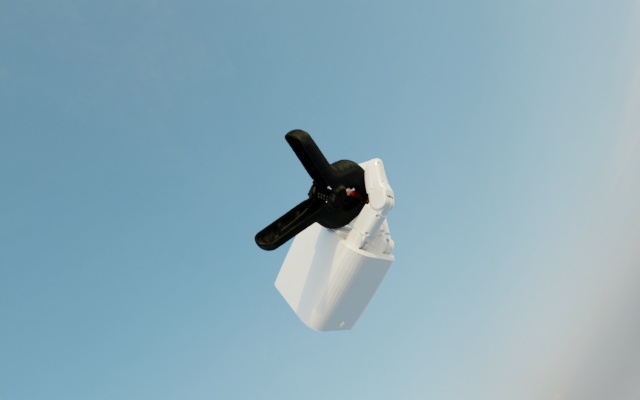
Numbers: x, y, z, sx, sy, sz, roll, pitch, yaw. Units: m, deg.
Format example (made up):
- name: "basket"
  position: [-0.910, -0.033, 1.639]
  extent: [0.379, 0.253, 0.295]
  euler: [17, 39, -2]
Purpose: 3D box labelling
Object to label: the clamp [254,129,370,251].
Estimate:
- name: "clamp"
  position: [0.000, 0.001, 0.507]
  extent: [0.039, 0.120, 0.171]
  euler: [34, 10, 36]
